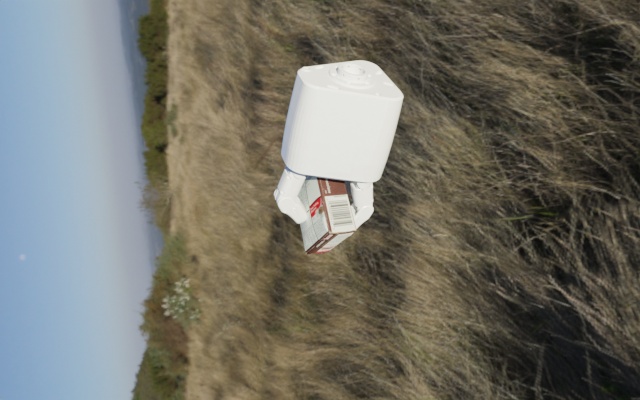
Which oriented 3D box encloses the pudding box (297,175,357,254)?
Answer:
[{"bbox_3d":[0.000,0.002,0.607,0.039,0.113,0.090,-3,-21,-22],"label":"pudding box"}]
